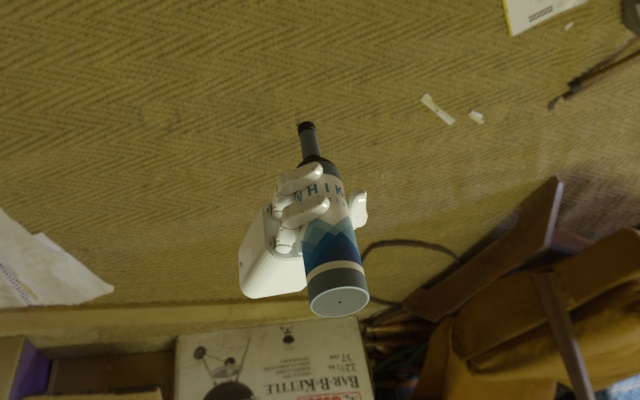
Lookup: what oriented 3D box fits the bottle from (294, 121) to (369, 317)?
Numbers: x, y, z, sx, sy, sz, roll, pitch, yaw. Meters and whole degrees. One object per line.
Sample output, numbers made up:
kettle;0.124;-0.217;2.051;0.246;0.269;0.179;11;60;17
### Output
bottle;0.000;0.002;0.617;0.069;0.295;0.069;-6;-40;-5
